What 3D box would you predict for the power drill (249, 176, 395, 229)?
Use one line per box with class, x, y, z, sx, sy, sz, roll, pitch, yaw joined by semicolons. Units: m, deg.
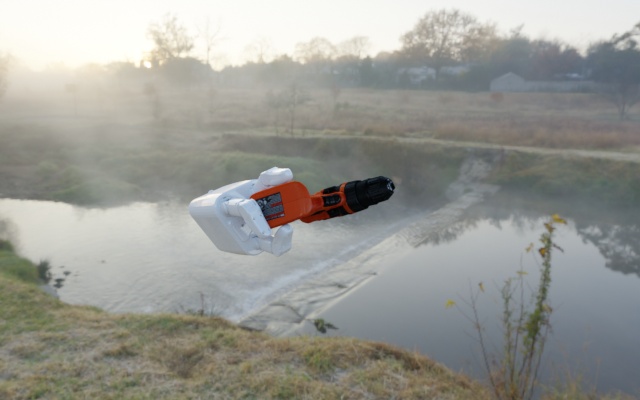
power drill;0.000;0.002;0.730;0.184;0.057;0.187;-19;-10;34
